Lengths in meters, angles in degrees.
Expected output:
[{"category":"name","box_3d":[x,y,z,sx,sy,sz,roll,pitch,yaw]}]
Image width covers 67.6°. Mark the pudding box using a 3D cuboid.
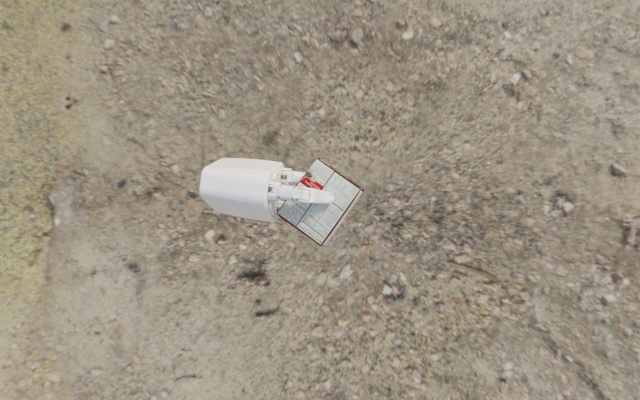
[{"category":"pudding box","box_3d":[0.000,0.002,0.749,0.090,0.113,0.039,36,4,8]}]
